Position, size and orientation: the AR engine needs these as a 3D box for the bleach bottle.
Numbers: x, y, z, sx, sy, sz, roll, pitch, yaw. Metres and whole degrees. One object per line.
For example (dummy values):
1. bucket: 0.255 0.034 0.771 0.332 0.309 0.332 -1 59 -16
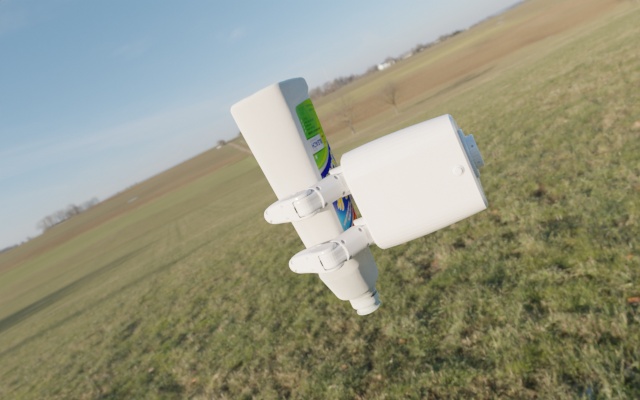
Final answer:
1. bleach bottle: 0.000 0.002 0.498 0.068 0.251 0.102 -22 11 19
